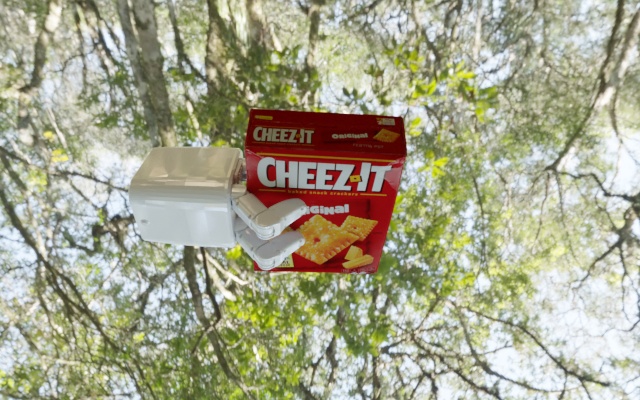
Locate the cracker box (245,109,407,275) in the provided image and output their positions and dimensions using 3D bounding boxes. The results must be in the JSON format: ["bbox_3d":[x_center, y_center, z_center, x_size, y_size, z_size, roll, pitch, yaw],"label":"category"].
[{"bbox_3d":[0.000,0.002,0.560,0.164,0.072,0.214,2,-42,-3],"label":"cracker box"}]
